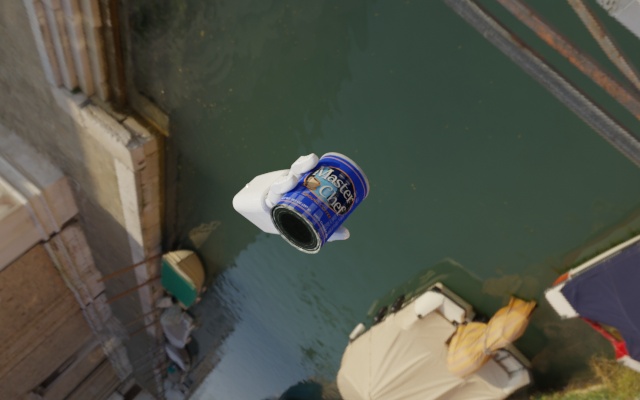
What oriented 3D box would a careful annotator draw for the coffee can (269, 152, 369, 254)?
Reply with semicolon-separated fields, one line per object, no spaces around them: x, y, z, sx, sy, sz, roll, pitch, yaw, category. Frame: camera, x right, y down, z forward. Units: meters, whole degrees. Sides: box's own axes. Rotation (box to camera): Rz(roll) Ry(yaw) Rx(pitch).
0.000;0.003;0.785;0.103;0.103;0.140;0;39;49;coffee can
